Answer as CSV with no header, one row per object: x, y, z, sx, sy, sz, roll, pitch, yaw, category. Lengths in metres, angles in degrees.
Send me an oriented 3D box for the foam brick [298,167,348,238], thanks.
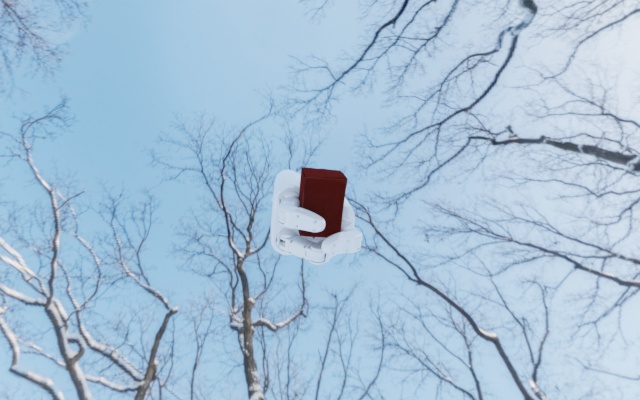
0.000,0.002,0.595,0.053,0.078,0.051,4,17,-8,foam brick
